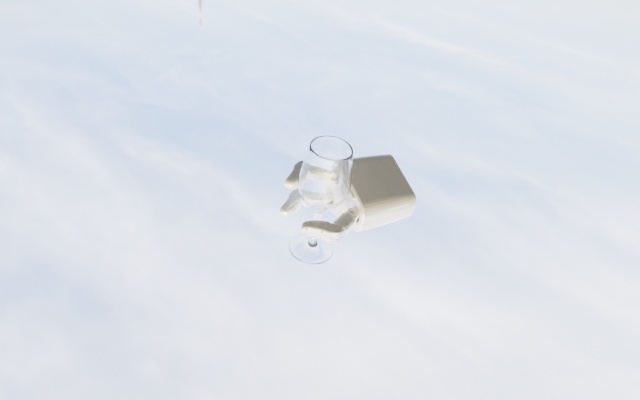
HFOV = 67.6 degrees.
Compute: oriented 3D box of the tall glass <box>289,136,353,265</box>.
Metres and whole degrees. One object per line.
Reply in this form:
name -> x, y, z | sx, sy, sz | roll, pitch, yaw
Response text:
tall glass -> 0.000, 0.003, 0.724 | 0.079, 0.201, 0.079 | 7, 40, -6
